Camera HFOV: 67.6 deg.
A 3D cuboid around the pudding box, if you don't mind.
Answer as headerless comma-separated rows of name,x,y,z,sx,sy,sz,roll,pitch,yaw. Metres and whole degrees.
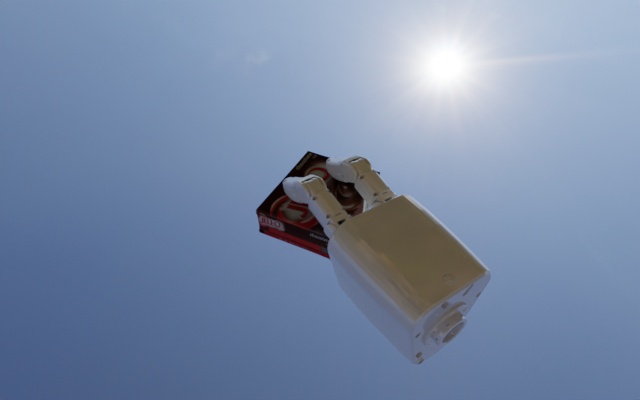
pudding box,0.000,0.002,0.501,0.090,0.039,0.113,19,44,19
